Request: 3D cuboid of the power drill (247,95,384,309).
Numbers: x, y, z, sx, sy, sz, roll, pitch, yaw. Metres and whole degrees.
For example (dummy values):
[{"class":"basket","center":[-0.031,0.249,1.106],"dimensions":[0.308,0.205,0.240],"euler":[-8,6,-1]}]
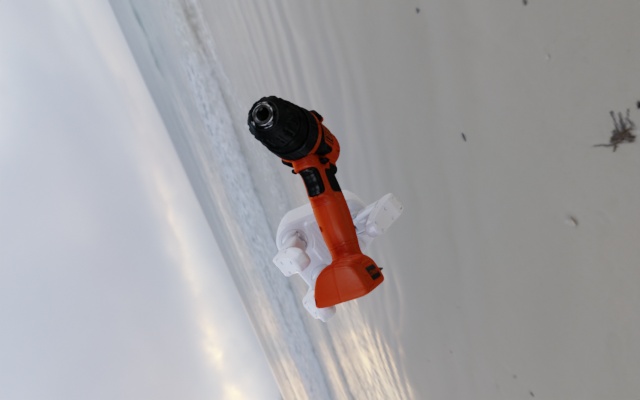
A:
[{"class":"power drill","center":[0.000,0.002,0.453],"dimensions":[0.057,0.187,0.184],"euler":[-19,-8,15]}]
